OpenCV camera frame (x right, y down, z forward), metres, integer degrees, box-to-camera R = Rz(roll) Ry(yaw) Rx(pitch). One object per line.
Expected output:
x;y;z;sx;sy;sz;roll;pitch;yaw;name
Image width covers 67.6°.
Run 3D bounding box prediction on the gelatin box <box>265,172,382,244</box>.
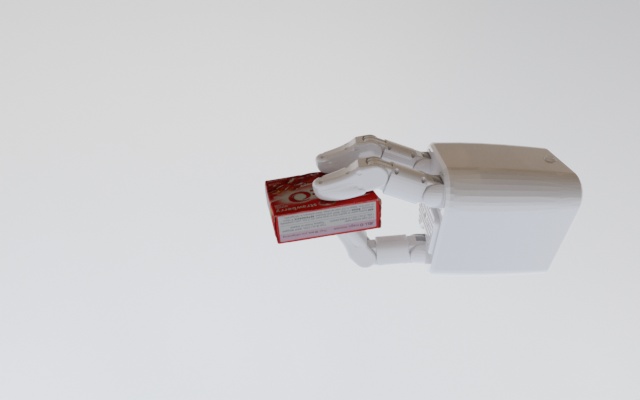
0.000;0.002;0.411;0.089;0.030;0.073;-9;26;-8;gelatin box
